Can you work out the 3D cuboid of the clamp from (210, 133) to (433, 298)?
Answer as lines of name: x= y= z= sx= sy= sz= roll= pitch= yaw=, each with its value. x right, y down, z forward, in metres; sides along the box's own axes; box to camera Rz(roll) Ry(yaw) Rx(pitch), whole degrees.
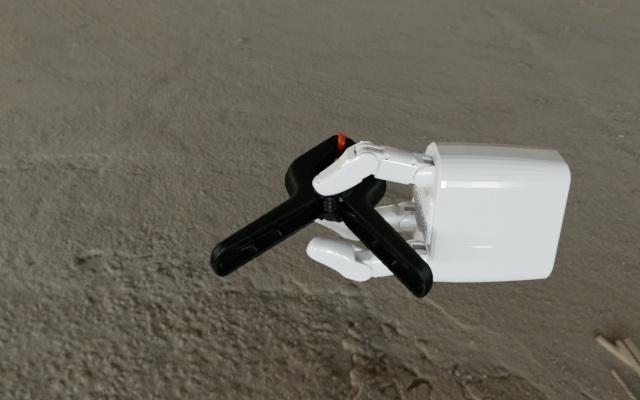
clamp: x=0.000 y=0.000 z=0.420 sx=0.164 sy=0.036 sz=0.209 roll=2 pitch=36 yaw=-1
